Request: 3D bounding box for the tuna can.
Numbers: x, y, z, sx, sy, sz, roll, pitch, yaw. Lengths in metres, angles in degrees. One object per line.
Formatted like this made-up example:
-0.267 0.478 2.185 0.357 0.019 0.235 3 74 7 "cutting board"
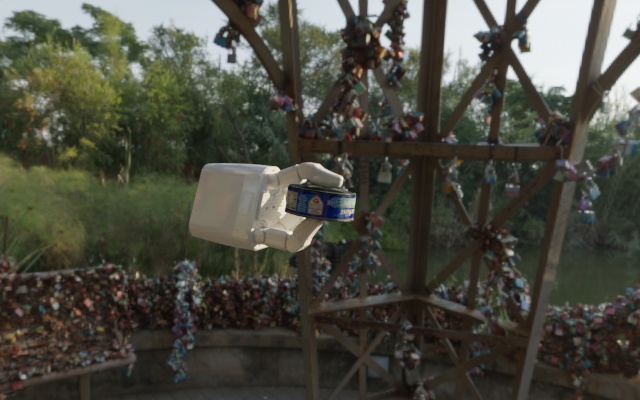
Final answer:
0.000 0.001 0.585 0.086 0.034 0.086 8 6 -1 "tuna can"
